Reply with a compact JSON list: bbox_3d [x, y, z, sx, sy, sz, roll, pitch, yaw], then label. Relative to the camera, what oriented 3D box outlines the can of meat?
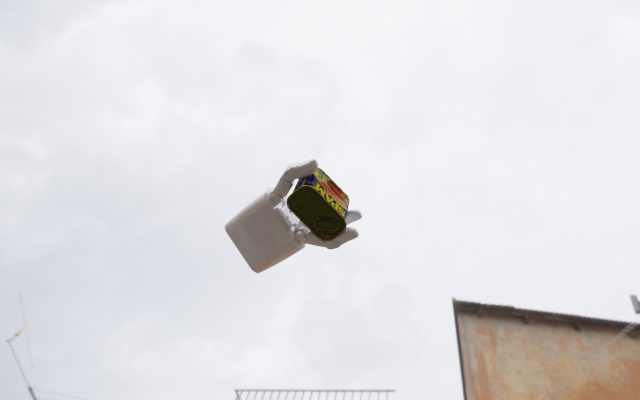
[{"bbox_3d":[0.000,0.002,0.778,0.057,0.102,0.084,-37,16,25],"label":"can of meat"}]
